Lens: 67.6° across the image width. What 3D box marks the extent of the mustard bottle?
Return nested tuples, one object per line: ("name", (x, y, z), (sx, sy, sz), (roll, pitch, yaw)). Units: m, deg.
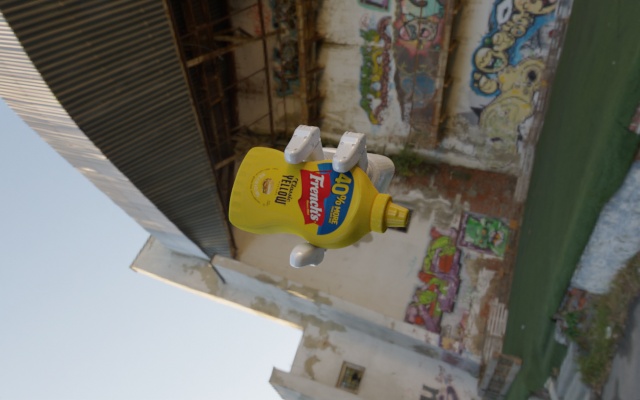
("mustard bottle", (0.000, 0.002, 0.519), (0.191, 0.096, 0.058), (11, -15, 20))
